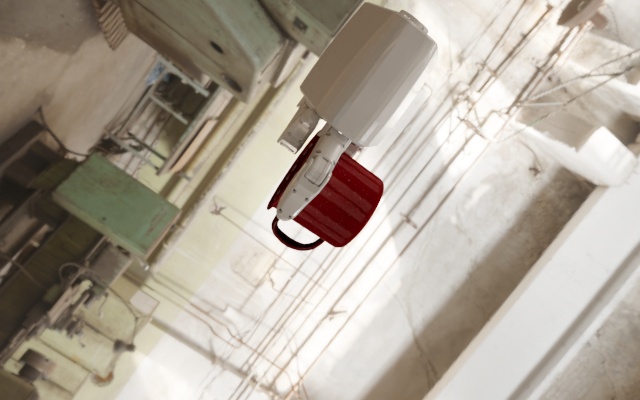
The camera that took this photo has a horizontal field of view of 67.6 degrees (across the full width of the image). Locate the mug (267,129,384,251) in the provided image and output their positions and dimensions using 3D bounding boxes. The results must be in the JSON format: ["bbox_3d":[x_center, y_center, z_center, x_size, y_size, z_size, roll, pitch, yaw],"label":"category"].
[{"bbox_3d":[-0.001,0.003,0.465,0.081,0.117,0.093,34,16,-9],"label":"mug"}]
